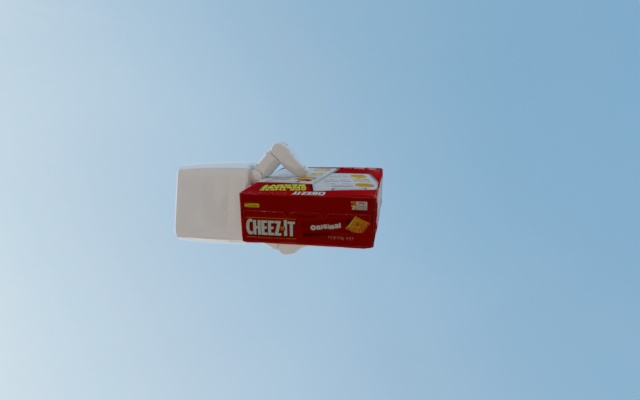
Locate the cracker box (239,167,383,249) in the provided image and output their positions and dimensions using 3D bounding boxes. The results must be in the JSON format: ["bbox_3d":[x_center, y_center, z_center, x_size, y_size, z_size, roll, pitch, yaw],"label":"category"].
[{"bbox_3d":[0.000,0.002,0.659,0.164,0.072,0.213,1,13,9],"label":"cracker box"}]
